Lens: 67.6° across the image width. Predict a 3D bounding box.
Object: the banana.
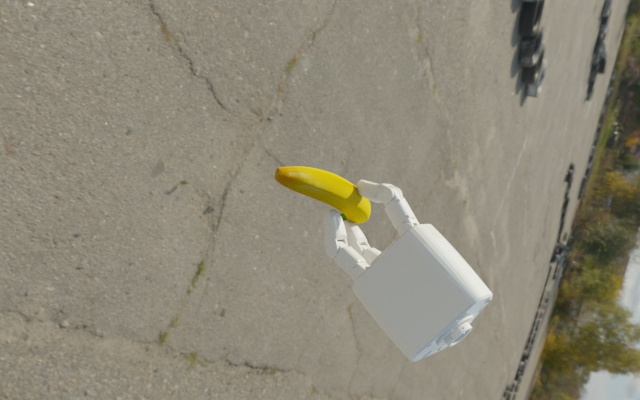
[{"bbox_3d":[0.018,-0.002,0.606,0.069,0.037,0.198,-16,-26,21],"label":"banana"}]
